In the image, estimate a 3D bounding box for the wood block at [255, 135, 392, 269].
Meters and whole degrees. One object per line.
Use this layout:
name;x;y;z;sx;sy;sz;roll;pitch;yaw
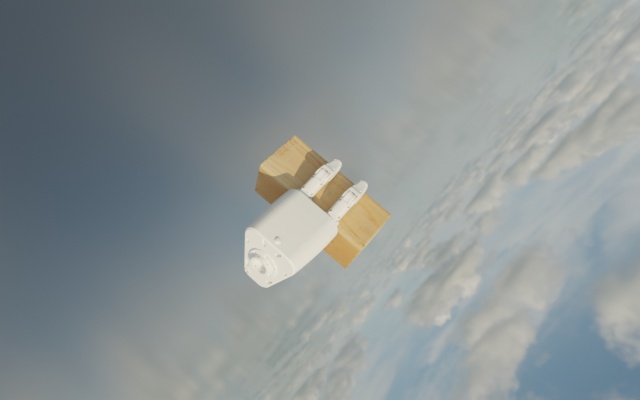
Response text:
wood block;0.000;0.003;0.791;0.090;0.206;0.091;-45;-9;-29
